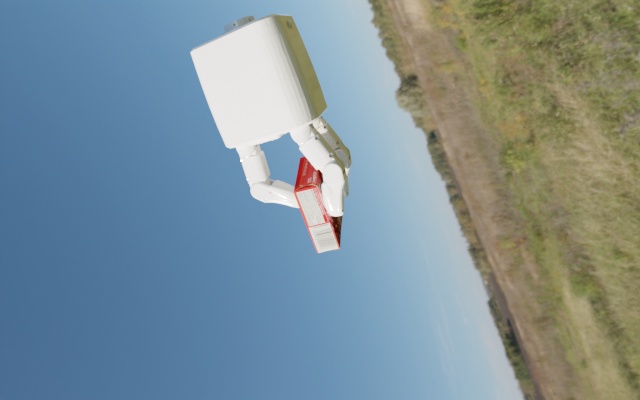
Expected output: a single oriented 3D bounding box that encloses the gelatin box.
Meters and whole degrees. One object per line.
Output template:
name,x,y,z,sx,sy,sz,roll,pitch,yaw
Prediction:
gelatin box,0.000,0.002,0.539,0.030,0.089,0.073,-12,31,13
